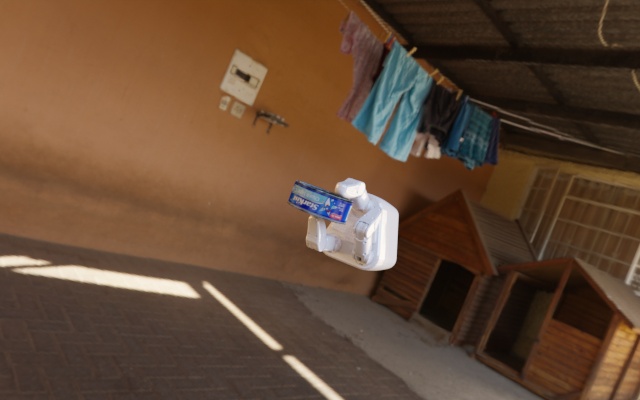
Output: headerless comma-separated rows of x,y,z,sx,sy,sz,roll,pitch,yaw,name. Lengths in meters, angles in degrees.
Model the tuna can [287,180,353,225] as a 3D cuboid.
0.000,0.002,0.651,0.086,0.034,0.086,20,4,-1,tuna can
